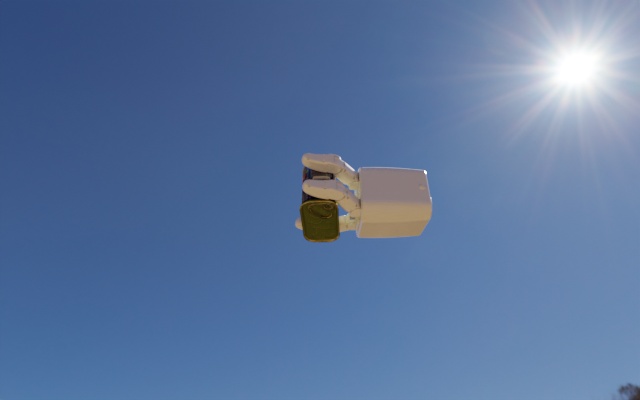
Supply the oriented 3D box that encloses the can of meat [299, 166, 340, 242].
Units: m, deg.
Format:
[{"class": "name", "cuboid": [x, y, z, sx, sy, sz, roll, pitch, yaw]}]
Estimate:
[{"class": "can of meat", "cuboid": [0.000, 0.002, 0.747, 0.057, 0.083, 0.102, -2, -39, 3]}]
